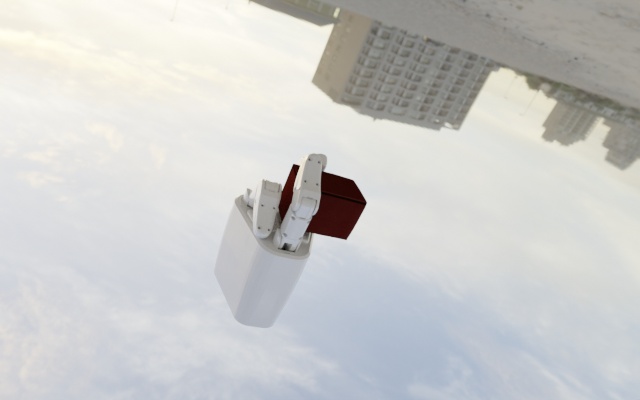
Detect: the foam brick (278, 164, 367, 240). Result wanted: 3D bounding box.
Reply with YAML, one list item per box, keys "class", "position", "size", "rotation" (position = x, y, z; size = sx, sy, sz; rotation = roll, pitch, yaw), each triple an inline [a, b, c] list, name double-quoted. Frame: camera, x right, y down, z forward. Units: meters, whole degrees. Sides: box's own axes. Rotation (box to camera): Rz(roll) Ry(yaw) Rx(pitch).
- class: "foam brick"
  position: [0.000, 0.002, 0.517]
  size: [0.078, 0.051, 0.053]
  rotation: [14, 27, -20]
